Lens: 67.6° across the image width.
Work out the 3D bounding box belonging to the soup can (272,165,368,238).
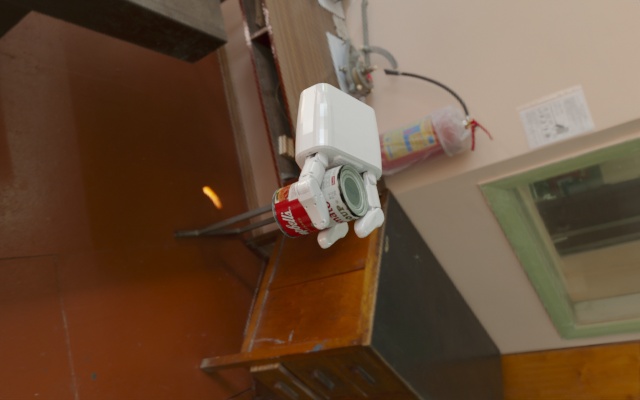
[{"bbox_3d":[0.000,0.002,0.596,0.102,0.068,0.068,-19,-10,30],"label":"soup can"}]
